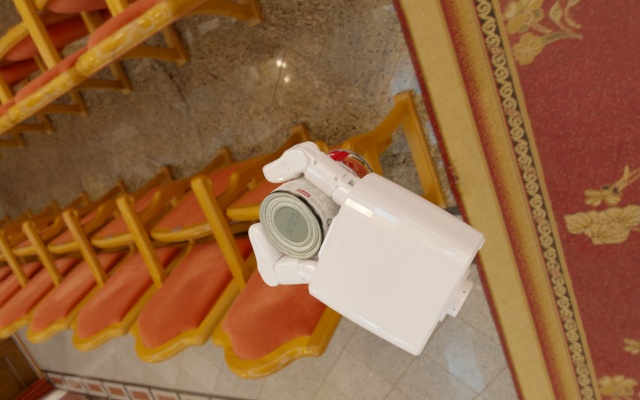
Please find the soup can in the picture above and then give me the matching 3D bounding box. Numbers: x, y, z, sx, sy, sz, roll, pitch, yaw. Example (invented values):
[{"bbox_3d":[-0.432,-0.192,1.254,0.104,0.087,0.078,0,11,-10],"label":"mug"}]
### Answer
[{"bbox_3d":[0.000,0.001,0.444,0.068,0.068,0.102,0,25,36],"label":"soup can"}]
